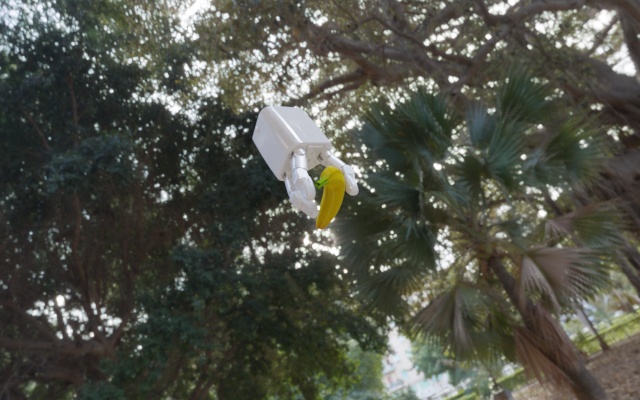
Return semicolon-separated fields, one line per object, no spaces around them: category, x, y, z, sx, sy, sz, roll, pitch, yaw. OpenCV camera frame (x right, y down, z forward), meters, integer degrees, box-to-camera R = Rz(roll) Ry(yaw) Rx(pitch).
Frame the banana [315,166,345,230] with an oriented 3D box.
banana;0.014;-0.010;0.851;0.069;0.037;0.198;-39;-21;-15
